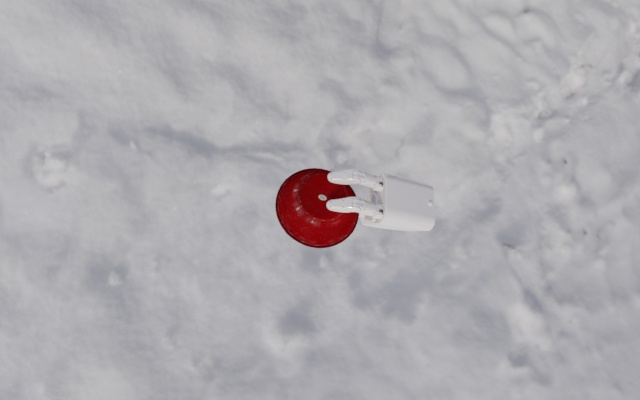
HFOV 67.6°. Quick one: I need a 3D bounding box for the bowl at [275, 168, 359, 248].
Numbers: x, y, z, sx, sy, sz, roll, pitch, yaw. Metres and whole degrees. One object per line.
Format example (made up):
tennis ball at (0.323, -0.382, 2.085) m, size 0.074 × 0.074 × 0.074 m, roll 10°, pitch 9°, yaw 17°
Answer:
bowl at (-0.001, 0.003, 0.875) m, size 0.162 × 0.162 × 0.055 m, roll 0°, pitch -22°, yaw -12°
